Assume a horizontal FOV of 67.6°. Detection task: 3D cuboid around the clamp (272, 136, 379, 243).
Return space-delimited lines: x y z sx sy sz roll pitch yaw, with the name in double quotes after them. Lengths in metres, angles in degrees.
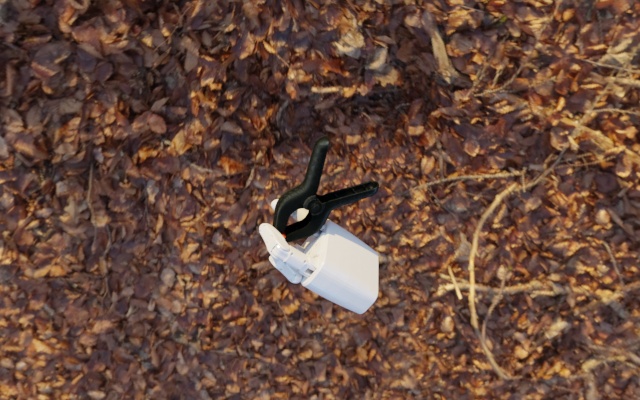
0.000 0.003 0.689 0.120 0.171 0.039 32 19 -18 "clamp"
